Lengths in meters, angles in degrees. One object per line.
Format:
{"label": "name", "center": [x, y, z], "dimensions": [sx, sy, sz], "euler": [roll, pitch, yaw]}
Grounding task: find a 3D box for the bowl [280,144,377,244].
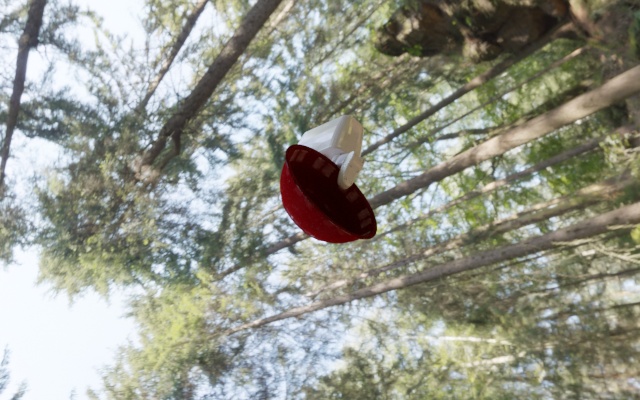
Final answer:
{"label": "bowl", "center": [-0.001, 0.003, 0.633], "dimensions": [0.055, 0.162, 0.162], "euler": [-44, -20, 23]}
